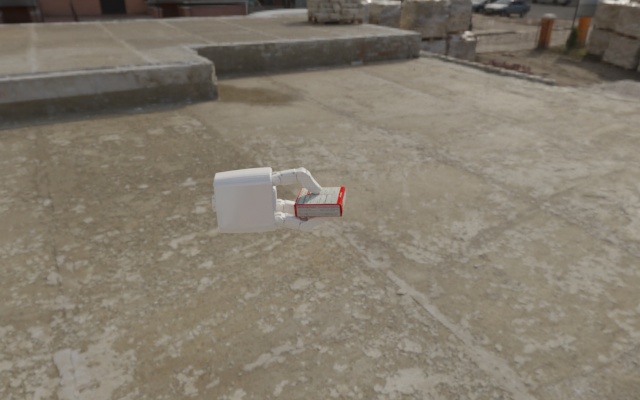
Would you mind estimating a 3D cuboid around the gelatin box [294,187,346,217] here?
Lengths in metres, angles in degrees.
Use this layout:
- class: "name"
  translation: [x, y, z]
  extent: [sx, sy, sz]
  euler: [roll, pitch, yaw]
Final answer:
- class: "gelatin box"
  translation: [0.000, 0.003, 0.899]
  extent: [0.089, 0.030, 0.073]
  euler: [-2, 27, 10]
